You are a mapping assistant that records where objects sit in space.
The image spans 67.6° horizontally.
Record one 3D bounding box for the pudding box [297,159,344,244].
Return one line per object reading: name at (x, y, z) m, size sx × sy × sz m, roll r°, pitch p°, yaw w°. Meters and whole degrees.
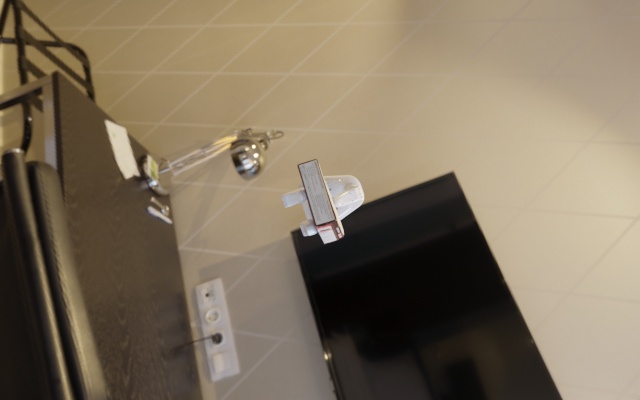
pudding box at (0.000, 0.002, 0.764) m, size 0.039 × 0.113 × 0.090 m, roll -20°, pitch -24°, yaw 3°
